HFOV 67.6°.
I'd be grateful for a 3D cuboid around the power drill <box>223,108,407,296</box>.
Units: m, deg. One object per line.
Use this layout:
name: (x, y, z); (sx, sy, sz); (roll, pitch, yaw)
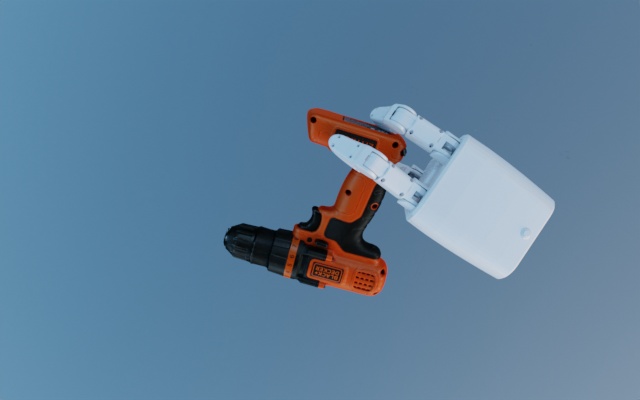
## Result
power drill: (0.000, 0.001, 0.511); (0.184, 0.188, 0.057); (15, 19, -3)
